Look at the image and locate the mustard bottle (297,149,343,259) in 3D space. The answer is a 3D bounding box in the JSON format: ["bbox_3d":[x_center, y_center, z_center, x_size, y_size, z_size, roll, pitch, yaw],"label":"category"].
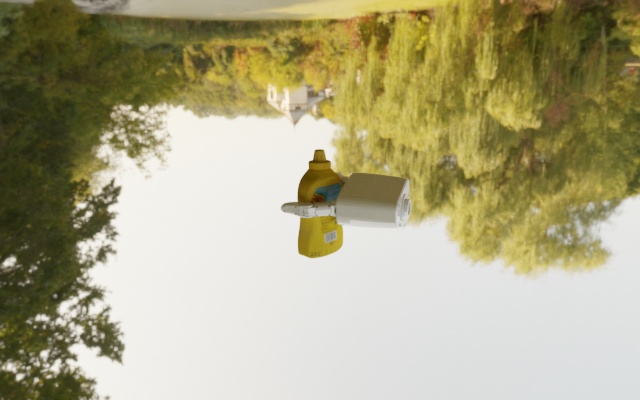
[{"bbox_3d":[0.000,0.003,0.867,0.096,0.192,0.058,-15,21,-42],"label":"mustard bottle"}]
